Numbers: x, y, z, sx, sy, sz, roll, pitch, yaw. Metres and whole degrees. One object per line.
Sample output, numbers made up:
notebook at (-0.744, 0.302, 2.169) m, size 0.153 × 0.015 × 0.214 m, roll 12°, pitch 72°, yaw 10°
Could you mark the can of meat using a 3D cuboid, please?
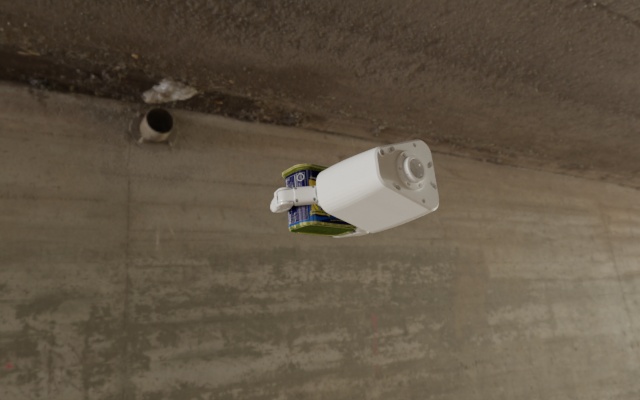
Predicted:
can of meat at (0.000, 0.002, 0.663) m, size 0.102 × 0.084 × 0.057 m, roll 8°, pitch -21°, yaw -40°
